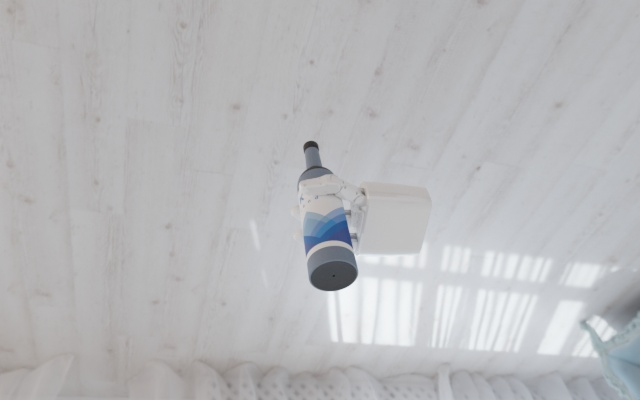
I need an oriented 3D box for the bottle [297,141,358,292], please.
[{"bbox_3d":[0.000,0.003,0.737,0.069,0.069,0.295,0,42,-9],"label":"bottle"}]
